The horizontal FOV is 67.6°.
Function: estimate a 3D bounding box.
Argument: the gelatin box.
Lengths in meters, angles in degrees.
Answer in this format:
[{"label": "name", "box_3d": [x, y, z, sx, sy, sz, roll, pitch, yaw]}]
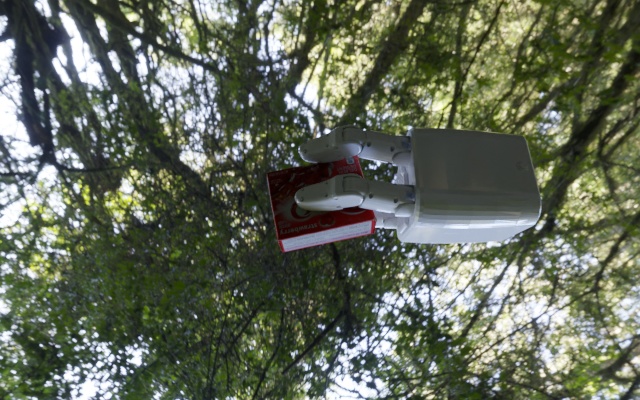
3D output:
[{"label": "gelatin box", "box_3d": [0.000, 0.002, 0.439, 0.089, 0.073, 0.030, -12, -31, -2]}]
